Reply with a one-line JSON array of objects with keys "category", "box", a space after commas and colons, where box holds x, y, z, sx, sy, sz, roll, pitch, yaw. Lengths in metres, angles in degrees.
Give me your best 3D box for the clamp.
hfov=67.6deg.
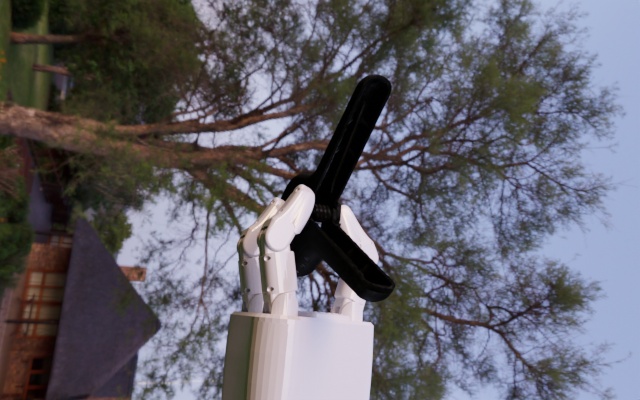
[{"category": "clamp", "box": [0.001, 0.002, 0.403, 0.036, 0.164, 0.210, 13, -16, -24]}]
